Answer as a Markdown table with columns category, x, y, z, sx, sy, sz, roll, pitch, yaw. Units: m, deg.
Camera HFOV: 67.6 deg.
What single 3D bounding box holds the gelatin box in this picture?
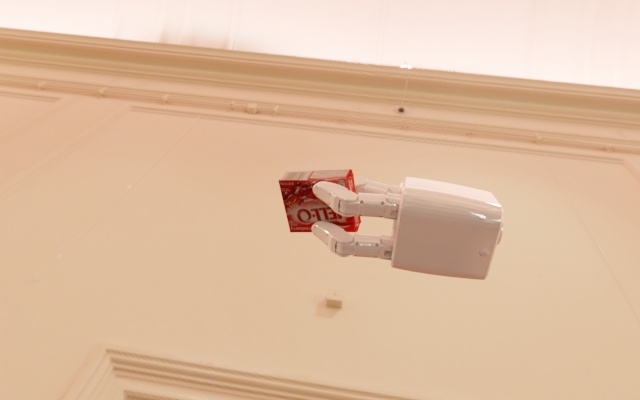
| category | x | y | z | sx | sy | sz | roll | pitch | yaw |
| --- | --- | --- | --- | --- | --- | --- | --- | --- | --- |
| gelatin box | 0.000 | 0.002 | 0.577 | 0.089 | 0.073 | 0.030 | 0 | 28 | 20 |
